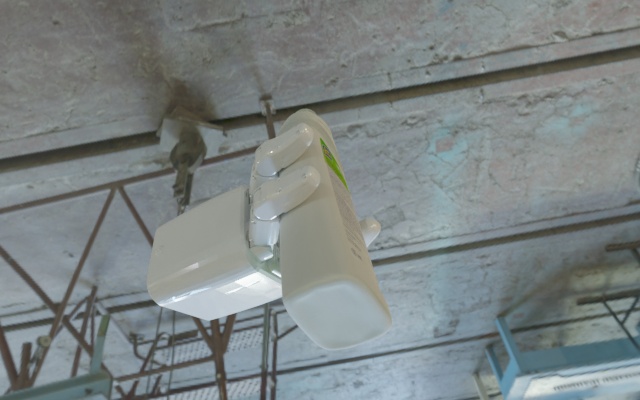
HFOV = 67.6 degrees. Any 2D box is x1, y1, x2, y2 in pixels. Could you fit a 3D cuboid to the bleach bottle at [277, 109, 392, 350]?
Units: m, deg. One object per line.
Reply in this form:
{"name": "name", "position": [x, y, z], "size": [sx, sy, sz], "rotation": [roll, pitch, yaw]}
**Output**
{"name": "bleach bottle", "position": [0.000, 0.001, 0.446], "size": [0.068, 0.250, 0.103], "rotation": [-22, -47, 12]}
